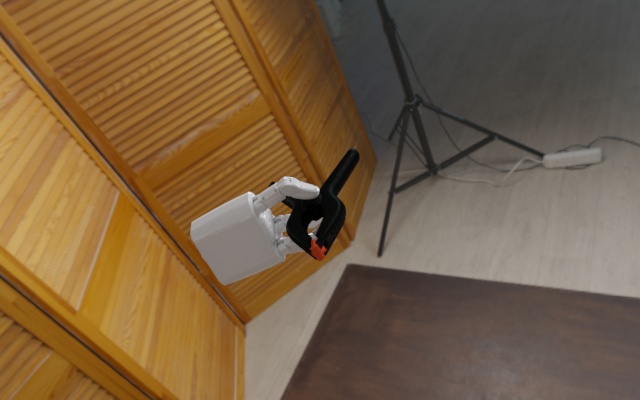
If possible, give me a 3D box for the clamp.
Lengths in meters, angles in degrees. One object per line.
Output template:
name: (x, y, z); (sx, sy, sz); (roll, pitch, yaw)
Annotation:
clamp: (0.000, 0.002, 0.726); (0.164, 0.036, 0.209); (-27, 36, 9)
